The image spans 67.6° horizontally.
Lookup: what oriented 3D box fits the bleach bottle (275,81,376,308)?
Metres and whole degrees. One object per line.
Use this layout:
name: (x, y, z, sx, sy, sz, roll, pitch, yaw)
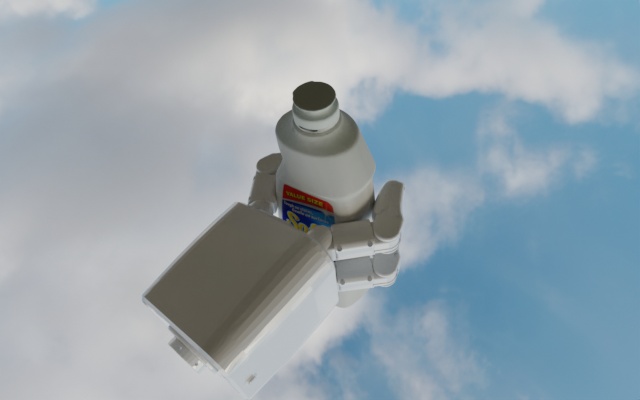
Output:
bleach bottle: (0.000, 0.001, 0.408, 0.102, 0.068, 0.251, 34, -26, 26)
